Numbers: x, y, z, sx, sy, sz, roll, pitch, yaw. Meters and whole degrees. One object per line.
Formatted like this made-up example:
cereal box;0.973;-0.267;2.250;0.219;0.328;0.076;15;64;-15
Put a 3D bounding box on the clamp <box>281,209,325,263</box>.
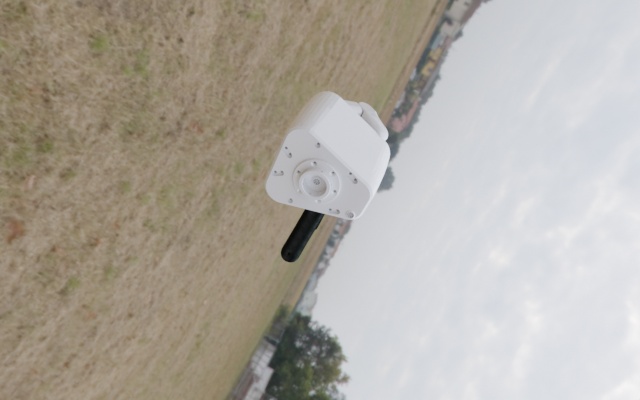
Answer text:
clamp;0.001;0.002;0.621;0.039;0.172;0.120;25;34;-1
